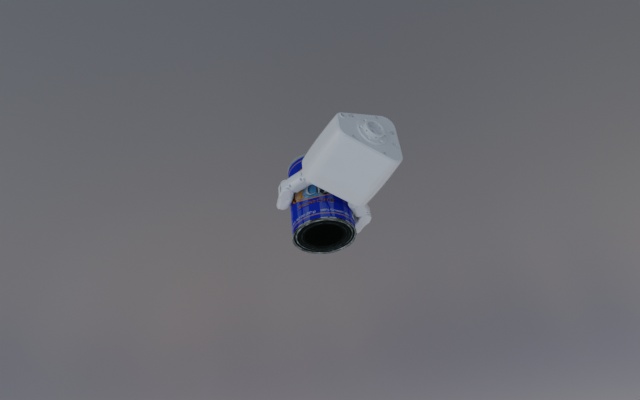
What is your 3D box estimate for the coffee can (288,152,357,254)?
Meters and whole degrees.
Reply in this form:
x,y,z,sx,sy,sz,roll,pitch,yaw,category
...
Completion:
x,y,z,sx,sy,sz,roll,pitch,yaw,category
0.000,0.003,0.790,0.103,0.140,0.103,-4,-37,-3,coffee can
